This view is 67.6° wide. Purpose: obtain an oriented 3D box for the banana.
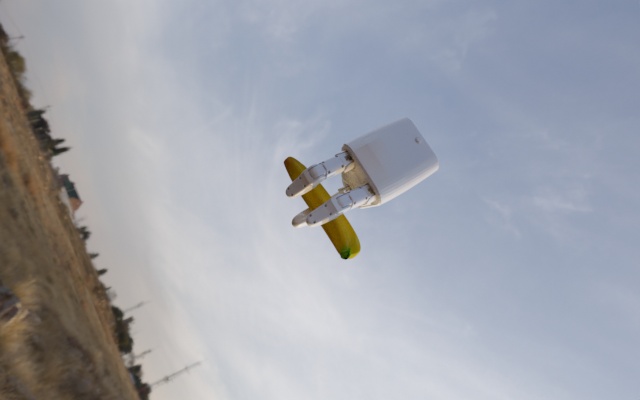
[{"bbox_3d":[0.007,0.014,0.669,0.037,0.197,0.070,-33,-37,-2],"label":"banana"}]
